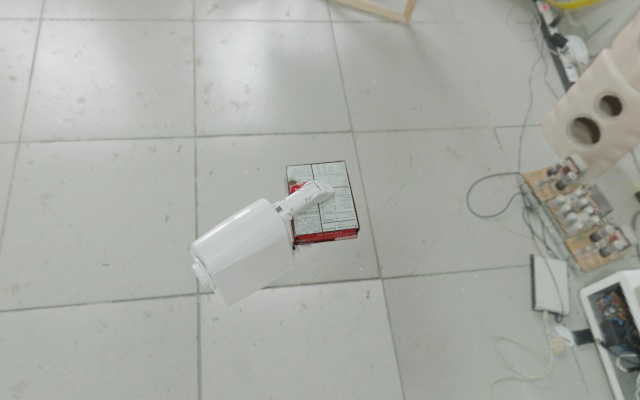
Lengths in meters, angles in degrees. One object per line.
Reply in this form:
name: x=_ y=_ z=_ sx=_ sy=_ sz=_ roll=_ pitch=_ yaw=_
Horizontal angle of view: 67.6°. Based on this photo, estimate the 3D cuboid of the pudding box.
pudding box: x=0.000 y=0.002 z=0.662 sx=0.090 sy=0.113 sz=0.039 roll=-5 pitch=-25 yaw=-9
